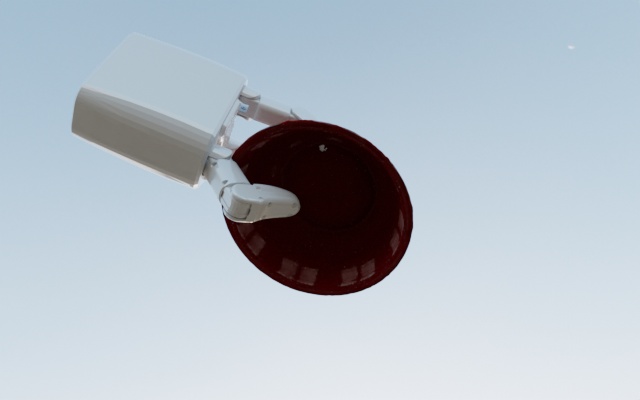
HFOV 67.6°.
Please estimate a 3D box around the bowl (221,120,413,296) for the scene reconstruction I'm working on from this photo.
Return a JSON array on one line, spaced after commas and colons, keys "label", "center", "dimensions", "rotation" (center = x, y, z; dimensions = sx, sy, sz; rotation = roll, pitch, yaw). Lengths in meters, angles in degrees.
[{"label": "bowl", "center": [0.001, 0.002, 0.410], "dimensions": [0.162, 0.162, 0.055], "rotation": [0, 27, 16]}]
